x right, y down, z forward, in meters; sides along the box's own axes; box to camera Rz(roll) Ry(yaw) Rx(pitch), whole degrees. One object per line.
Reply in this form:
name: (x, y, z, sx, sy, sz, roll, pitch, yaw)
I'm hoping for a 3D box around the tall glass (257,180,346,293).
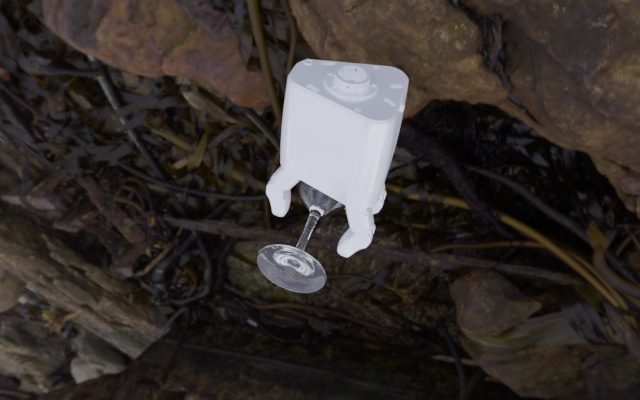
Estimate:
tall glass: (0.000, 0.002, 0.545, 0.079, 0.079, 0.201, 0, 43, 24)
